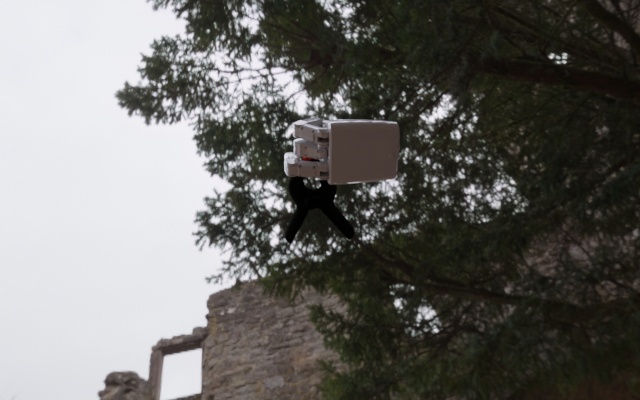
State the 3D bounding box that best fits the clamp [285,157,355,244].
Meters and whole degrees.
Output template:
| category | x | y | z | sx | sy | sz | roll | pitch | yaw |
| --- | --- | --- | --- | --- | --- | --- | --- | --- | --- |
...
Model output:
| category | x | y | z | sx | sy | sz | roll | pitch | yaw |
| --- | --- | --- | --- | --- | --- | --- | --- | --- | --- |
| clamp | 0.000 | 0.002 | 0.797 | 0.120 | 0.172 | 0.039 | 0 | 33 | -3 |
